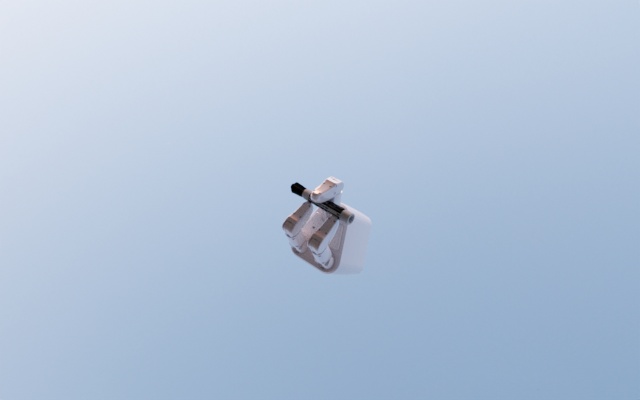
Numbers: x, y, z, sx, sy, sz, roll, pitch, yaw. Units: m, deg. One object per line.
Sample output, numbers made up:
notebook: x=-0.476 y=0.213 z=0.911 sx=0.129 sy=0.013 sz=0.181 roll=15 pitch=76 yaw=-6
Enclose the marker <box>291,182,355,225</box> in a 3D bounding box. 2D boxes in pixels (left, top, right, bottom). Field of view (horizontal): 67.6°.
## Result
marker: x=0.000 y=0.002 z=0.730 sx=0.121 sy=0.020 sz=0.020 roll=29 pitch=16 yaw=31
